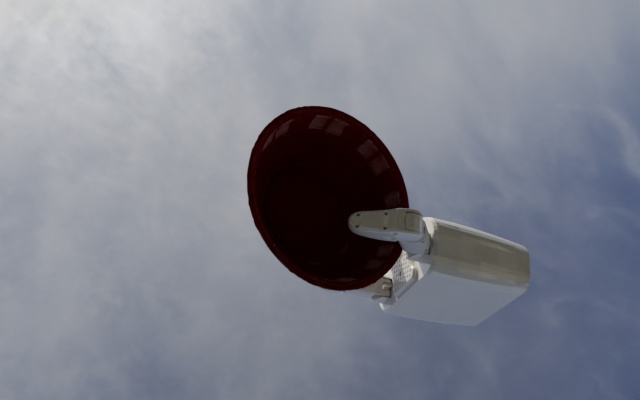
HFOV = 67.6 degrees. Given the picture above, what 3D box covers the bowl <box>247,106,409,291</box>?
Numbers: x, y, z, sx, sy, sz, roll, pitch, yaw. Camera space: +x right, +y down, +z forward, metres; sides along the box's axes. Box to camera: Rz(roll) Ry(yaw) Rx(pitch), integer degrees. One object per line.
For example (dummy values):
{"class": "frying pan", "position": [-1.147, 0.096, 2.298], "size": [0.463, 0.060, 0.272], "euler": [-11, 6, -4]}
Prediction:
{"class": "bowl", "position": [-0.001, 0.001, 0.422], "size": [0.162, 0.162, 0.055], "euler": [0, -15, -33]}
